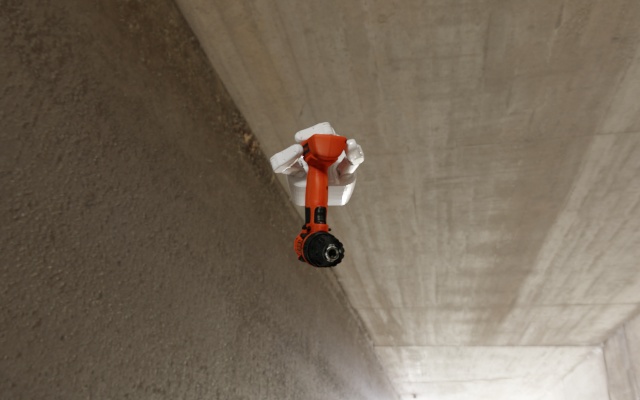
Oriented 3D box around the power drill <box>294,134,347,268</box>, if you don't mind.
[{"bbox_3d":[0.000,0.002,0.692,0.057,0.187,0.184,6,-3,-13],"label":"power drill"}]
